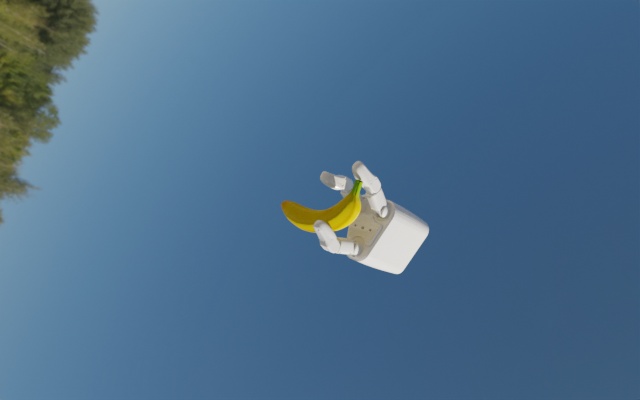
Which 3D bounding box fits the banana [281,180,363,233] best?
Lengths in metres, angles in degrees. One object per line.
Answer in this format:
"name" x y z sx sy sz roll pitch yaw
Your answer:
"banana" 0.001 0.020 0.777 0.037 0.069 0.198 18 -21 -39
